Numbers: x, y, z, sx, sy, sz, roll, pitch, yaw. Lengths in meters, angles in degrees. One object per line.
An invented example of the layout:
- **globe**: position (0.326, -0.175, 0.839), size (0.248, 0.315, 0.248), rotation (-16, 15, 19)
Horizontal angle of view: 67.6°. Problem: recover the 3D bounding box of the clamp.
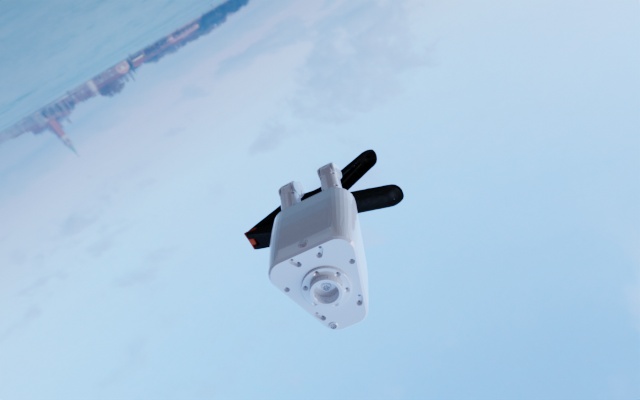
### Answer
- **clamp**: position (0.000, 0.003, 0.622), size (0.210, 0.036, 0.164), rotation (-25, 21, 12)
